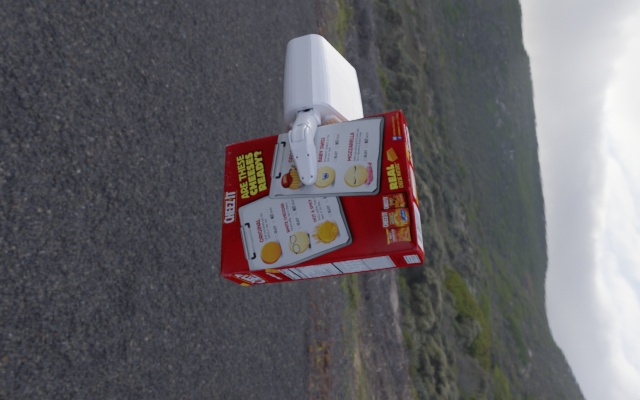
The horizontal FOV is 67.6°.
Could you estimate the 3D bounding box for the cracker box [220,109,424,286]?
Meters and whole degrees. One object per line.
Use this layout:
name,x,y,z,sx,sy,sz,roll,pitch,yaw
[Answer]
cracker box,0.000,0.002,0.540,0.214,0.164,0.072,-10,-25,16
